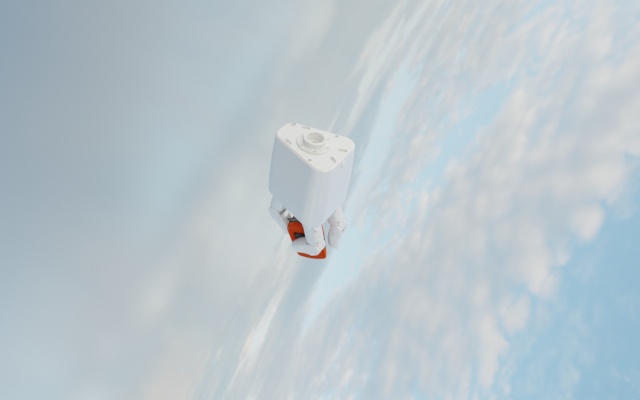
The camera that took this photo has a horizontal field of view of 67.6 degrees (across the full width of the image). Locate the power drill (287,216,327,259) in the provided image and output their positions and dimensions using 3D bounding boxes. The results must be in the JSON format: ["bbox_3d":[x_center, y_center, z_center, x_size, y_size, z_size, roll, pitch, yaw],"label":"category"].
[{"bbox_3d":[0.000,0.003,0.828,0.057,0.187,0.185,4,-33,15],"label":"power drill"}]
